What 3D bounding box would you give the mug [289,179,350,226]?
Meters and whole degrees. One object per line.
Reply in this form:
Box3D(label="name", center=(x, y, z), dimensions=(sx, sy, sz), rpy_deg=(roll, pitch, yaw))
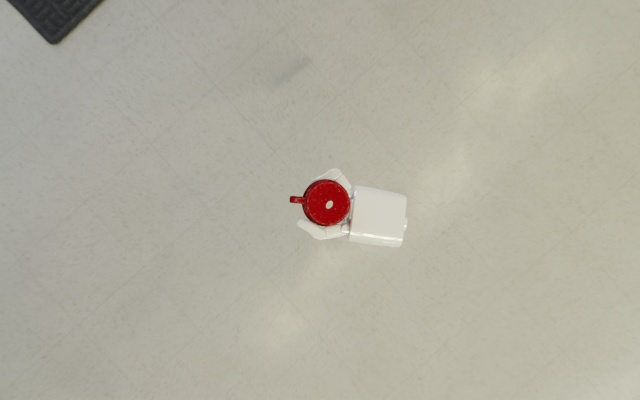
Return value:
Box3D(label="mug", center=(-0.001, 0.003, 0.895), dimensions=(0.117, 0.093, 0.081), rpy_deg=(9, 0, -3))
